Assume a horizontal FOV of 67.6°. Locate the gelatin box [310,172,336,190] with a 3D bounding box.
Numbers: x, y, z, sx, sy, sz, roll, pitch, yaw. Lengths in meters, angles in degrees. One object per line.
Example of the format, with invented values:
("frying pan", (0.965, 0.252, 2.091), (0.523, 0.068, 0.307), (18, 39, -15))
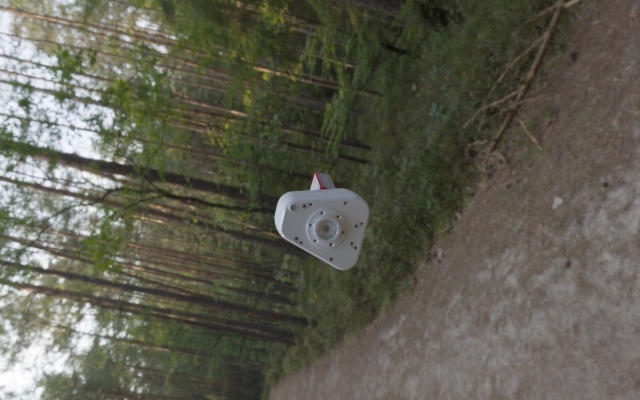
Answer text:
("gelatin box", (0.000, 0.002, 0.759), (0.030, 0.073, 0.089), (12, 17, -11))
